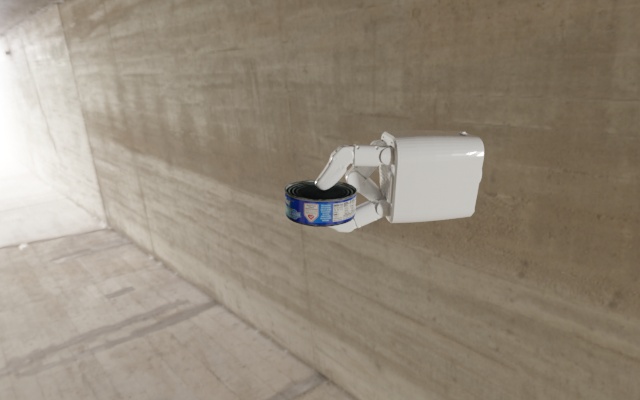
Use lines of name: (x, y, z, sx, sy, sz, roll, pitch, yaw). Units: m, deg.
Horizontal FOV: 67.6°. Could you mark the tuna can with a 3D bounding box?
tuna can: (0.000, 0.002, 0.571, 0.086, 0.034, 0.086, 1, 17, 0)
